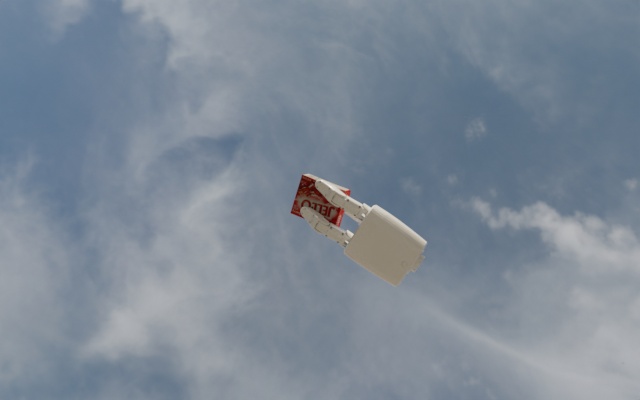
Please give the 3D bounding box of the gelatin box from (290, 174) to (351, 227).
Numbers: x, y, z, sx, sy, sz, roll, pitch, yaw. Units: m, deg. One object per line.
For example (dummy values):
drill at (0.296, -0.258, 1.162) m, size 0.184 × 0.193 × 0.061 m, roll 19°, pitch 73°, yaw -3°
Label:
gelatin box at (0.000, 0.003, 0.826) m, size 0.089 × 0.073 × 0.030 m, roll 22°, pitch 14°, yaw 20°
